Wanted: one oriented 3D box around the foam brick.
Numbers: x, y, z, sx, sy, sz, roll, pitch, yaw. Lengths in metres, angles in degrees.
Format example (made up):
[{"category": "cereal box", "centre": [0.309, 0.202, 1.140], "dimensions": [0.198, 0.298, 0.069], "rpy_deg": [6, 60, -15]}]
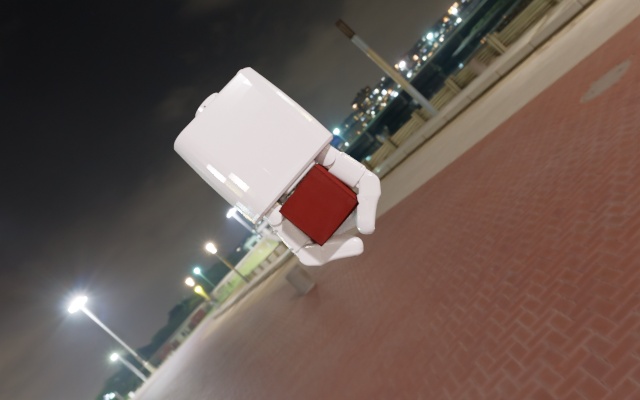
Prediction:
[{"category": "foam brick", "centre": [0.000, 0.001, 0.447], "dimensions": [0.051, 0.053, 0.078], "rpy_deg": [40, 7, -2]}]
